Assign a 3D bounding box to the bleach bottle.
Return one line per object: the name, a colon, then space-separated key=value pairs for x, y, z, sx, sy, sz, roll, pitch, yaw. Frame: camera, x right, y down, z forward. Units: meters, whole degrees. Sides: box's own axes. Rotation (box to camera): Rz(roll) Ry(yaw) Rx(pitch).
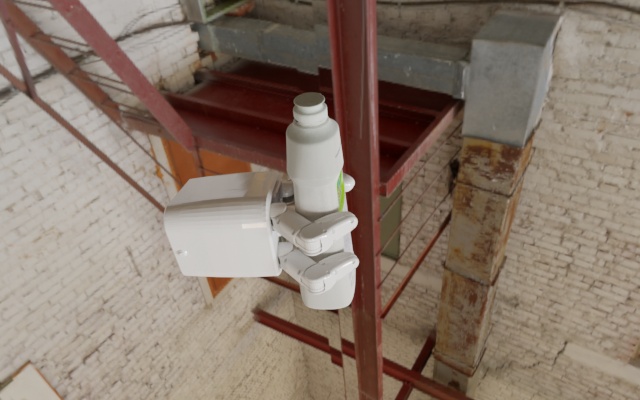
bleach bottle: x=0.000 y=0.002 z=0.510 sx=0.068 sy=0.251 sz=0.102 roll=-2 pitch=39 yaw=4
